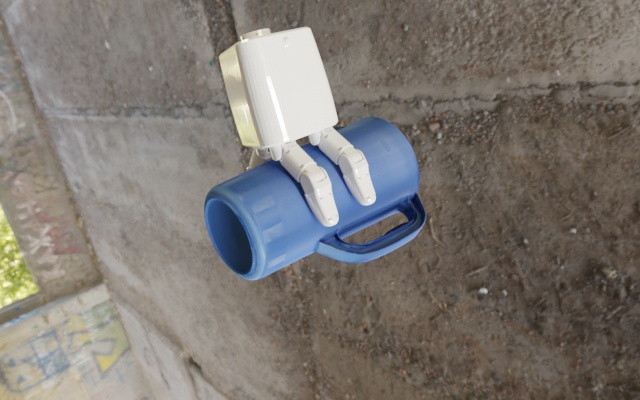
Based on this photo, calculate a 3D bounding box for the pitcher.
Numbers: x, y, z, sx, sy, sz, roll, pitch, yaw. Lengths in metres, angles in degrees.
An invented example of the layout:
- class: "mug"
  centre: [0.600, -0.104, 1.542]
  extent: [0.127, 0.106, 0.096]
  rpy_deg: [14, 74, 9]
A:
- class: "pitcher"
  centre: [0.000, 0.002, 0.557]
  extent: [0.242, 0.145, 0.149]
  rpy_deg: [-26, 18, -36]
